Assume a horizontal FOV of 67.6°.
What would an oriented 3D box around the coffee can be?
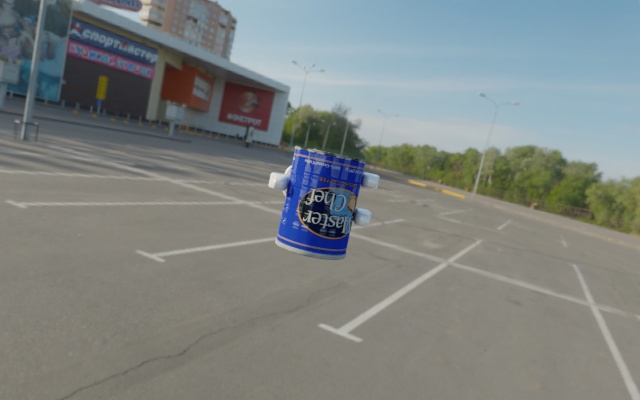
[{"bbox_3d":[0.000,0.002,0.674,0.103,0.140,0.103,12,5,-1],"label":"coffee can"}]
